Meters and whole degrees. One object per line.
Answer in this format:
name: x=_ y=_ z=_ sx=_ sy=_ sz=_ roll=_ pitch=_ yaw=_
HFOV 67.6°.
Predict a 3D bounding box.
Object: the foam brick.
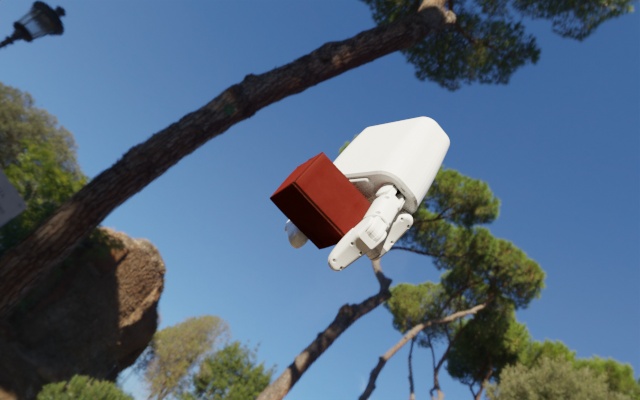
foam brick: x=0.000 y=0.001 z=0.473 sx=0.053 sy=0.078 sz=0.051 roll=-24 pitch=23 yaw=54
